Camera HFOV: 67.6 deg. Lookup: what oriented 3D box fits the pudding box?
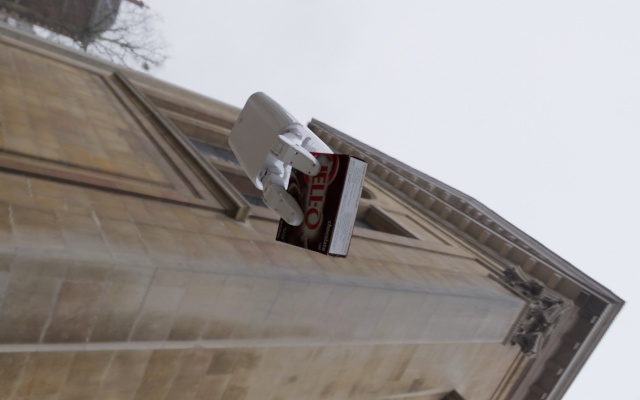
[{"bbox_3d":[0.000,0.002,0.544,0.039,0.113,0.090,12,-1,-43],"label":"pudding box"}]
